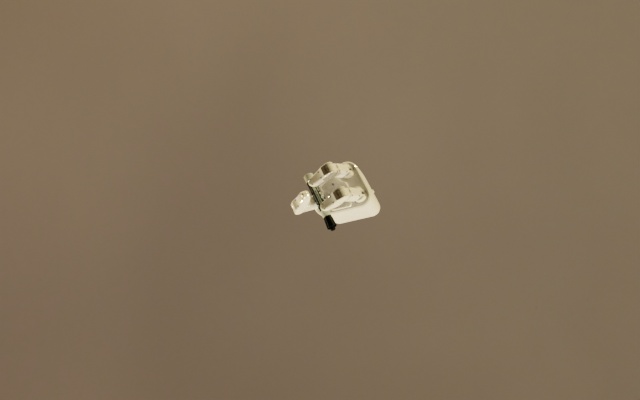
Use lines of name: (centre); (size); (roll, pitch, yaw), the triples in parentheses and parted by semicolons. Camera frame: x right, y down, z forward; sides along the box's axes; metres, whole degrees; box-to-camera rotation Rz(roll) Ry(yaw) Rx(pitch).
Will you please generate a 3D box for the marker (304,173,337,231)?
marker: (0.000, 0.003, 0.896); (0.020, 0.121, 0.020); (-22, -21, -9)
